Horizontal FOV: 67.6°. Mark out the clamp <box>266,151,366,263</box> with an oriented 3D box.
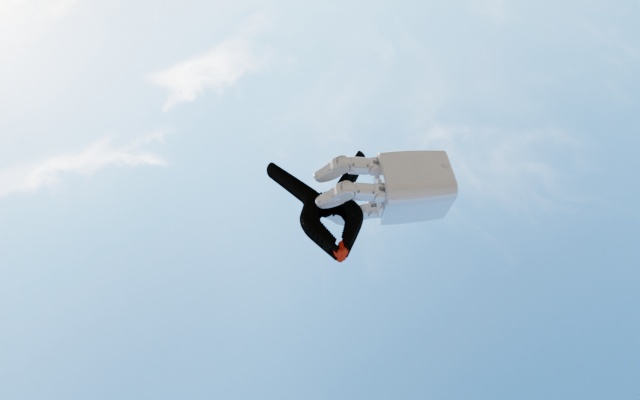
[{"bbox_3d":[0.000,0.003,0.730,0.164,0.209,0.036,-4,-42,-2],"label":"clamp"}]
